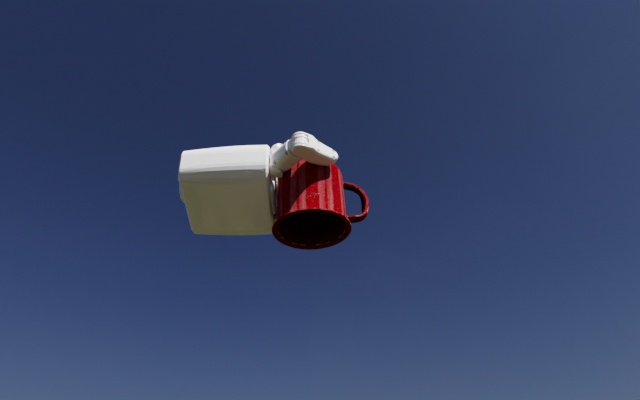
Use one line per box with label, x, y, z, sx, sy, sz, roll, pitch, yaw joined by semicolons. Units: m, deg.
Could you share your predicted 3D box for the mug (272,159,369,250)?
mug;0.002;0.002;0.579;0.117;0.081;0.093;-2;-34;-2
